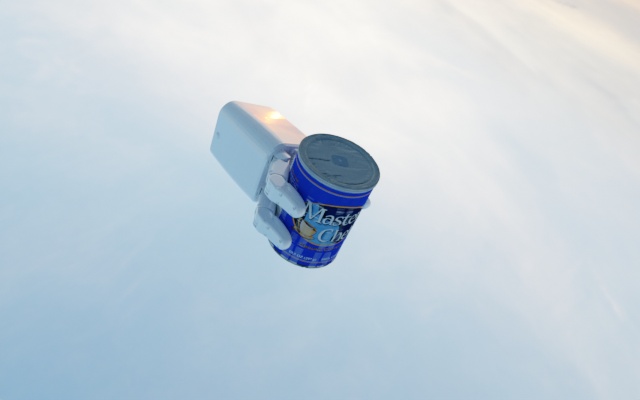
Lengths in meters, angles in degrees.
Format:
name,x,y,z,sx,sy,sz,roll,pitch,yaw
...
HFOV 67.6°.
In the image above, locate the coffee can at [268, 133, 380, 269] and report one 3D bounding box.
name,x,y,z,sx,sy,sz,roll,pitch,yaw
coffee can,0.000,0.002,0.601,0.103,0.140,0.102,15,39,-13
